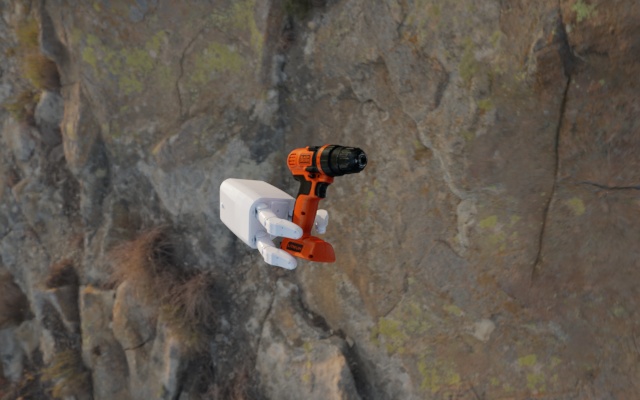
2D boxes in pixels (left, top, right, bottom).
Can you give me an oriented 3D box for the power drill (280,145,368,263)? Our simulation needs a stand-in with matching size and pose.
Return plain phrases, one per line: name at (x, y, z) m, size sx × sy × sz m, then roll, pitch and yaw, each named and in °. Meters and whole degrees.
power drill at (0.000, 0.003, 0.773) m, size 0.057 × 0.187 × 0.184 m, roll 11°, pitch -3°, yaw -34°
